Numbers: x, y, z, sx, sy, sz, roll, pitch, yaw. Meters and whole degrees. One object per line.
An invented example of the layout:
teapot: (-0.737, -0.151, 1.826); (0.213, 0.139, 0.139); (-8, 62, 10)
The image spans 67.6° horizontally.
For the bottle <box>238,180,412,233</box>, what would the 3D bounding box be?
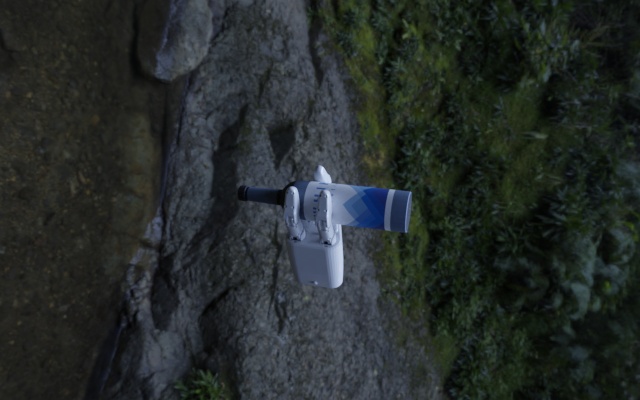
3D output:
bottle: (0.000, 0.003, 0.801); (0.295, 0.069, 0.069); (7, 2, 16)
